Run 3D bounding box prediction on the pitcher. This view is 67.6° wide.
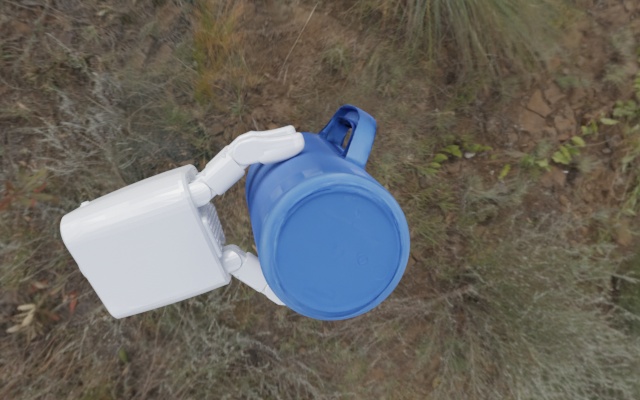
[{"bbox_3d":[0.000,0.002,0.439,0.145,0.149,0.242,-17,13,-5],"label":"pitcher"}]
